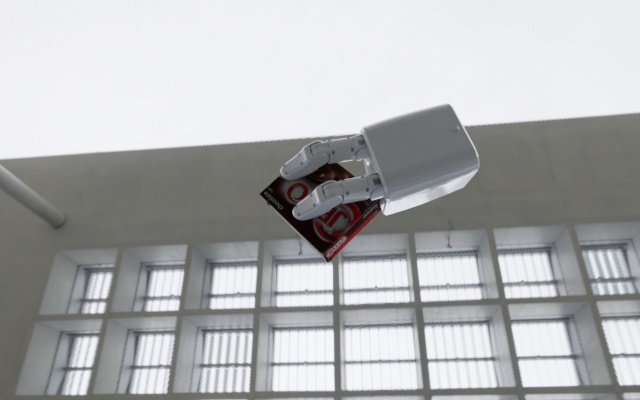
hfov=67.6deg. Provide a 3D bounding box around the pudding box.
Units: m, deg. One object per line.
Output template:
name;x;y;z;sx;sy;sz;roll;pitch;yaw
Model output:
pudding box;0.000;0.002;0.552;0.113;0.090;0.039;41;-12;28
